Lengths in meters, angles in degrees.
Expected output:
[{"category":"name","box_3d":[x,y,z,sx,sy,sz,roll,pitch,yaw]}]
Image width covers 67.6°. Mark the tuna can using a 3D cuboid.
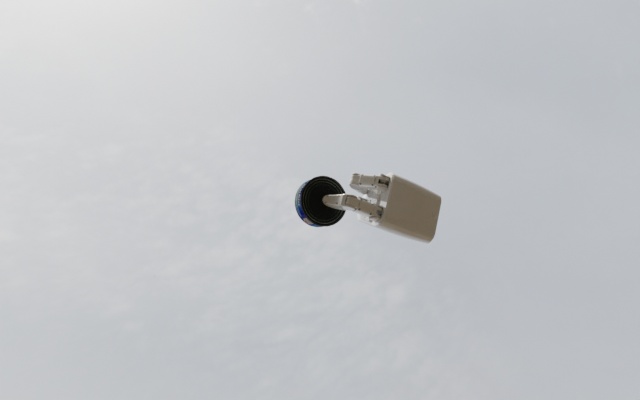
[{"category":"tuna can","box_3d":[0.000,0.003,0.812,0.086,0.086,0.034,0,-6,-24]}]
